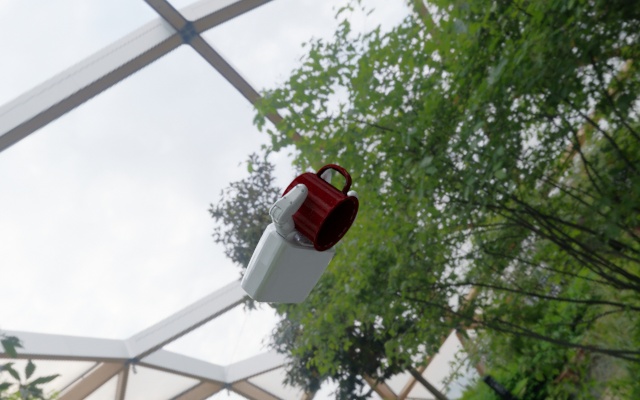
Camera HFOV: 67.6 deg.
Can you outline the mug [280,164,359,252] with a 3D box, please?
[{"bbox_3d":[0.001,0.001,0.679,0.081,0.117,0.093,36,17,26],"label":"mug"}]
